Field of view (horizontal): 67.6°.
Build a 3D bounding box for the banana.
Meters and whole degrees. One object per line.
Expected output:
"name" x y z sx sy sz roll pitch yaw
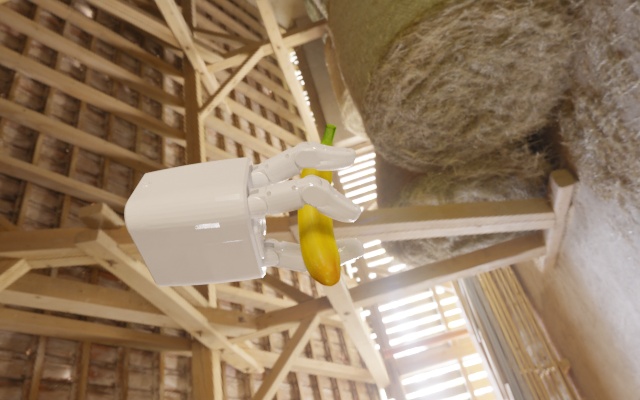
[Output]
"banana" -0.003 0.011 0.478 0.037 0.197 0.070 4 -40 -7
